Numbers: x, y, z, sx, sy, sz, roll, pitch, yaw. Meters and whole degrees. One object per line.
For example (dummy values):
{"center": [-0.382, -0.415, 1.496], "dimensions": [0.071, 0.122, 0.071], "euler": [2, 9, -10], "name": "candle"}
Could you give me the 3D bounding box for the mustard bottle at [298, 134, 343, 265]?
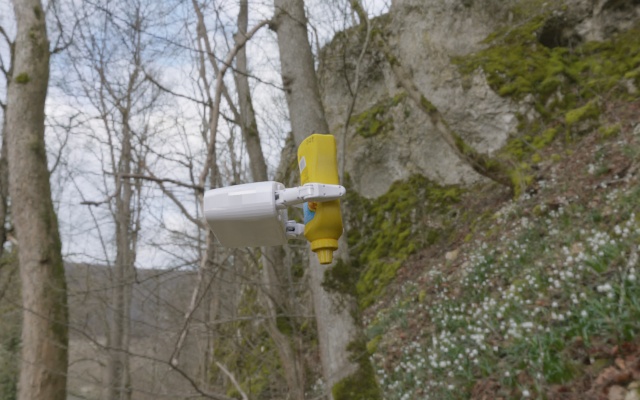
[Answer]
{"center": [0.000, 0.002, 0.731], "dimensions": [0.058, 0.191, 0.096], "euler": [2, -19, -17], "name": "mustard bottle"}
